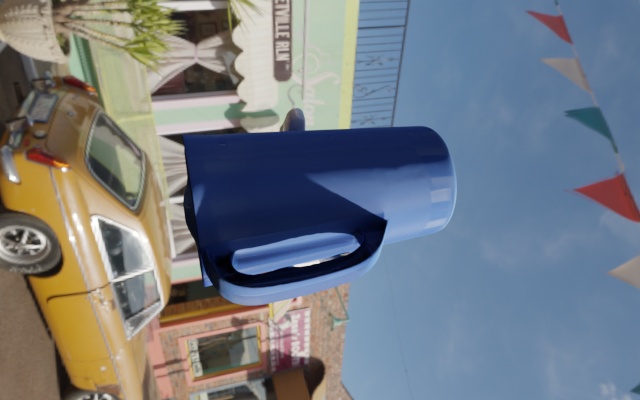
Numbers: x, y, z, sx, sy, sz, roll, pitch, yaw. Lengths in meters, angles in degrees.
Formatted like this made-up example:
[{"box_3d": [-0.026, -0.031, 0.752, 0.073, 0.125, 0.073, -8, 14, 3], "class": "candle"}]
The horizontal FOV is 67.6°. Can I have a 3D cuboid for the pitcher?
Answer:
[{"box_3d": [0.000, 0.001, 0.441, 0.243, 0.149, 0.145, -8, -4, -15], "class": "pitcher"}]
